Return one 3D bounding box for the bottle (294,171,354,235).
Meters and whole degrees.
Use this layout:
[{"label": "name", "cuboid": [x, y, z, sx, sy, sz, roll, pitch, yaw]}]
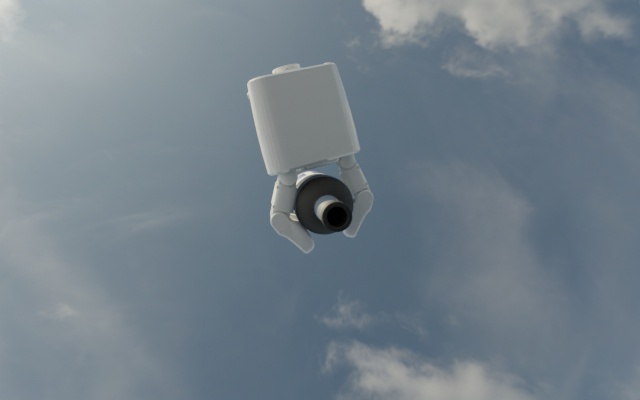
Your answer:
[{"label": "bottle", "cuboid": [0.000, 0.002, 0.569, 0.069, 0.069, 0.295, 0, 5, -6]}]
